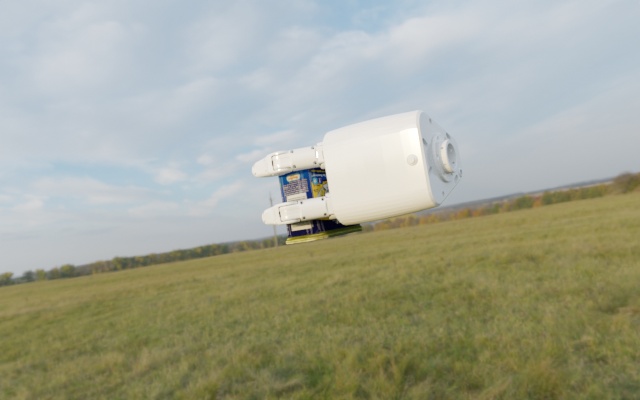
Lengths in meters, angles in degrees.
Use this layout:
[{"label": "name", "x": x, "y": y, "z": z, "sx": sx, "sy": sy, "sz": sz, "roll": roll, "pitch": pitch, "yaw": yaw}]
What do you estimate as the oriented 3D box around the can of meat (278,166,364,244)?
[{"label": "can of meat", "x": 0.000, "y": 0.002, "z": 0.560, "sx": 0.057, "sy": 0.084, "sz": 0.102, "roll": -11, "pitch": -3, "yaw": 38}]
